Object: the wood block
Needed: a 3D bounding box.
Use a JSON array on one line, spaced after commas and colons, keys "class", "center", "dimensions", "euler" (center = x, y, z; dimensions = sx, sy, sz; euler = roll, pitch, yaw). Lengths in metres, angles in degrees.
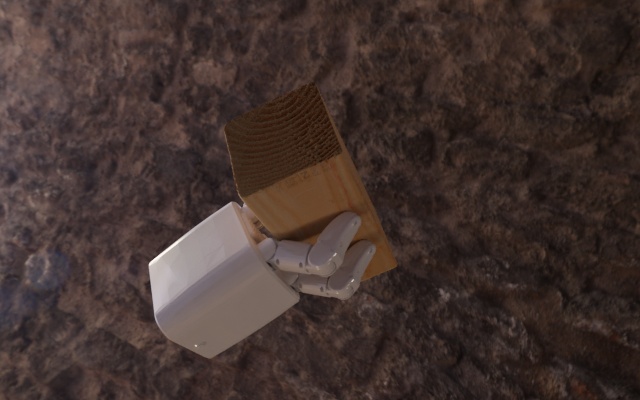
[{"class": "wood block", "center": [0.000, 0.002, 0.465], "dimensions": [0.090, 0.090, 0.206], "euler": [-24, -37, 6]}]
